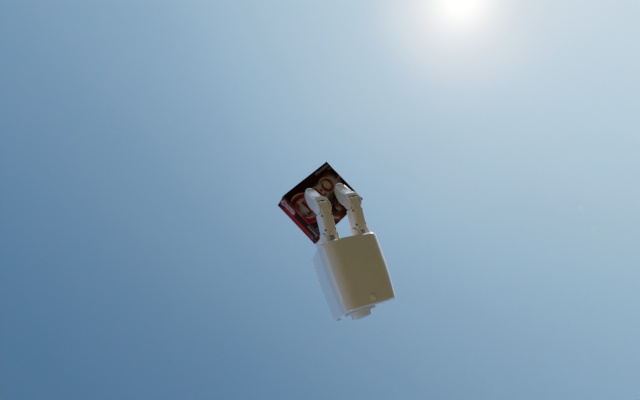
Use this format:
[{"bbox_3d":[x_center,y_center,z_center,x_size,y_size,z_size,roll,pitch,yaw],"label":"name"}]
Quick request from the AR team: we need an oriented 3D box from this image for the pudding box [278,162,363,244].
[{"bbox_3d":[0.000,0.003,0.781,0.113,0.090,0.039,-41,-5,-35],"label":"pudding box"}]
